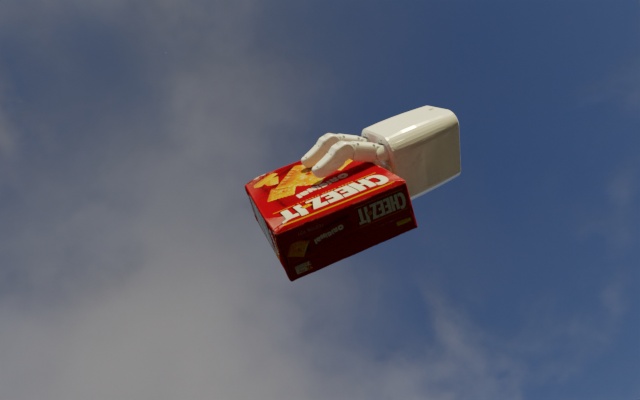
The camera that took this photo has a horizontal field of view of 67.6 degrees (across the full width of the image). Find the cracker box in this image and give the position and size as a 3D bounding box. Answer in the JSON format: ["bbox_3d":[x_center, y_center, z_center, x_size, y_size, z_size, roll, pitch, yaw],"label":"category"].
[{"bbox_3d":[0.000,0.002,0.626,0.164,0.072,0.213,-22,22,-10],"label":"cracker box"}]
